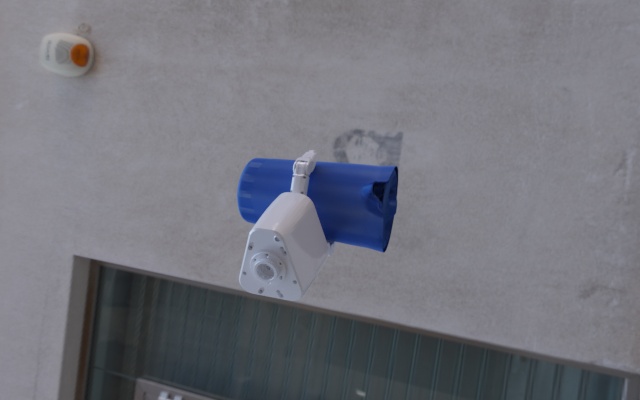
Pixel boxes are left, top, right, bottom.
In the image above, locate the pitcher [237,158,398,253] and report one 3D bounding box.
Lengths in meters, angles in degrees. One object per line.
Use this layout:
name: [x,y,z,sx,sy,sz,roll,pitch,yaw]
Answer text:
pitcher: [0.000,0.003,0.765,0.243,0.149,0.145,8,28,15]
